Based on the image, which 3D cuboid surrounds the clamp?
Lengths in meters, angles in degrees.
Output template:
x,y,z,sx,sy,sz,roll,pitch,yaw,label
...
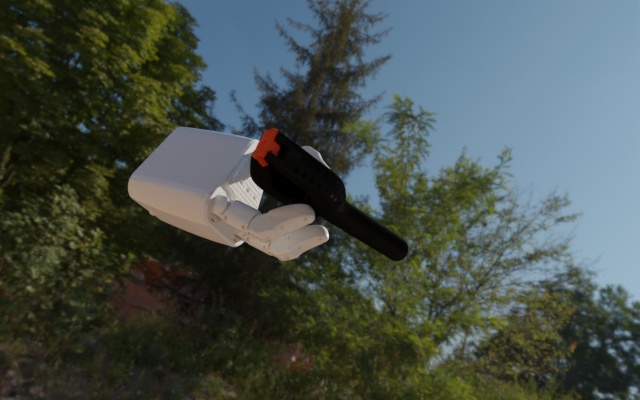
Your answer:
x,y,z,sx,sy,sz,roll,pitch,yaw,label
0.000,0.001,0.470,0.164,0.036,0.210,15,-20,22,clamp
